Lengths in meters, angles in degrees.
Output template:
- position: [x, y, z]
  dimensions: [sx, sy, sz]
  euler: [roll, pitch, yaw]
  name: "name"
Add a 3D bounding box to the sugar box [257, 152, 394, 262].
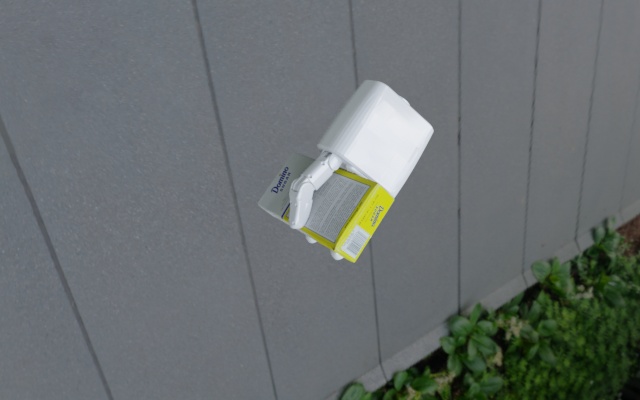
- position: [0.001, 0.002, 0.611]
  dimensions: [0.048, 0.093, 0.176]
  euler: [39, -9, -38]
  name: "sugar box"
